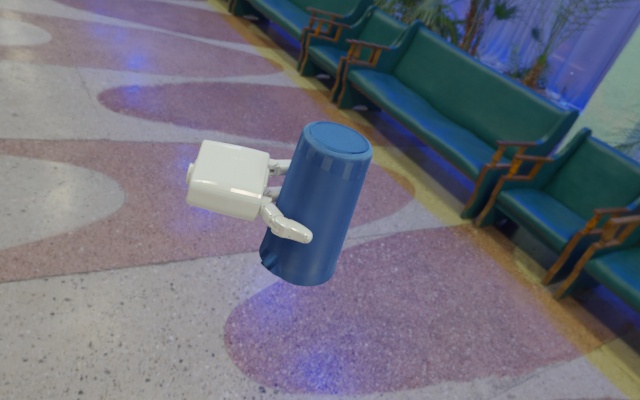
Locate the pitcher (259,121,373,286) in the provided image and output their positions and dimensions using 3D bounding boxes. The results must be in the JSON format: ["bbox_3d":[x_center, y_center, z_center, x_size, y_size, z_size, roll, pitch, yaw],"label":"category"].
[{"bbox_3d":[0.000,0.002,0.752,0.145,0.243,0.149,14,33,-9],"label":"pitcher"}]
